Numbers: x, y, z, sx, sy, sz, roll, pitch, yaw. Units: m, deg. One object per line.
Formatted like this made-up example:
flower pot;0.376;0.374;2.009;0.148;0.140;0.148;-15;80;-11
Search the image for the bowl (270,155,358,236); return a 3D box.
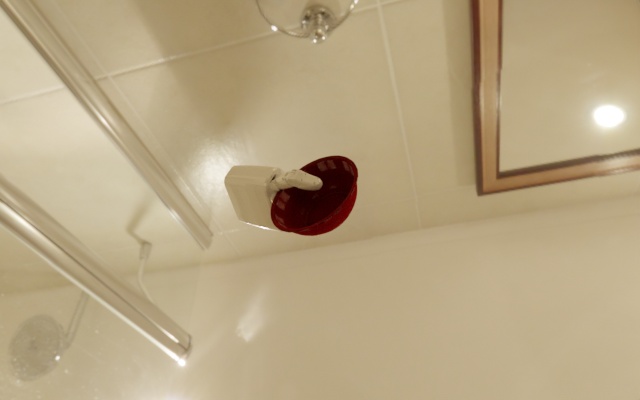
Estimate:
bowl;0.001;0.003;0.774;0.162;0.162;0.055;0;-40;41
